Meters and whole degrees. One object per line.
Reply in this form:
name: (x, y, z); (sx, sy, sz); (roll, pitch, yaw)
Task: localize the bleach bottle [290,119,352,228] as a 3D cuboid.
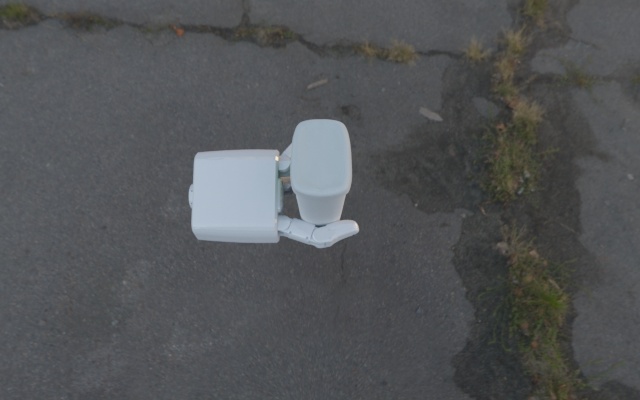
bleach bottle: (0.000, 0.002, 0.634); (0.068, 0.102, 0.251); (1, -26, 0)
